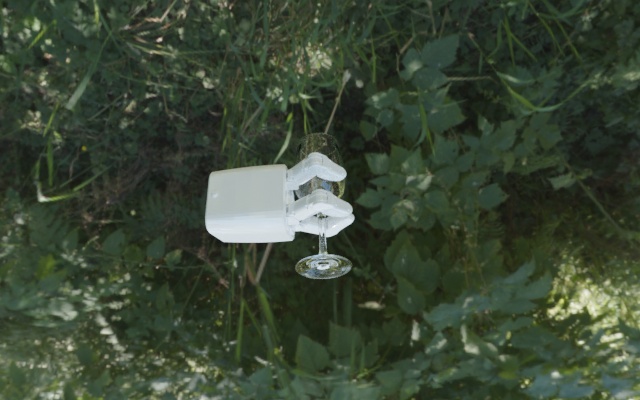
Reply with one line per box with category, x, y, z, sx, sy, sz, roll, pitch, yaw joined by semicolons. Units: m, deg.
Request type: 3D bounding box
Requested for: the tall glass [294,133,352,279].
tall glass;0.000;0.003;0.670;0.079;0.201;0.079;-2;-31;-1
